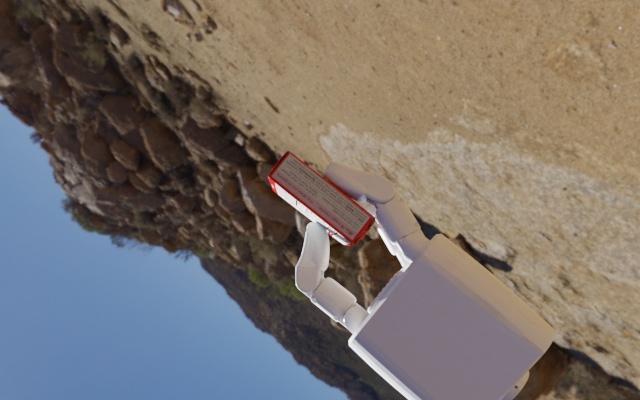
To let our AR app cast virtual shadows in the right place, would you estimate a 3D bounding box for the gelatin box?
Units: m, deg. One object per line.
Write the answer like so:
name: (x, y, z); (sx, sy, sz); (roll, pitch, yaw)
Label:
gelatin box: (0.000, 0.001, 0.403); (0.089, 0.030, 0.073); (37, -6, 2)
